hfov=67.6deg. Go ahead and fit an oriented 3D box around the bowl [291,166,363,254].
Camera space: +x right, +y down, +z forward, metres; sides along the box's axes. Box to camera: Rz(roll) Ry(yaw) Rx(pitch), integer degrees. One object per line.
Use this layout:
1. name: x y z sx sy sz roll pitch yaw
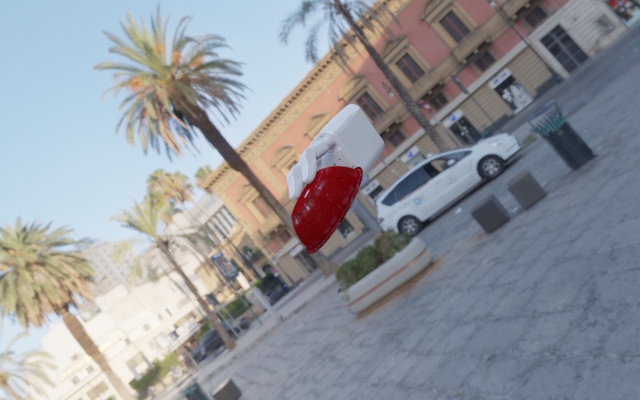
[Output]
1. bowl: -0.001 0.003 0.755 0.055 0.162 0.162 31 -7 -11
